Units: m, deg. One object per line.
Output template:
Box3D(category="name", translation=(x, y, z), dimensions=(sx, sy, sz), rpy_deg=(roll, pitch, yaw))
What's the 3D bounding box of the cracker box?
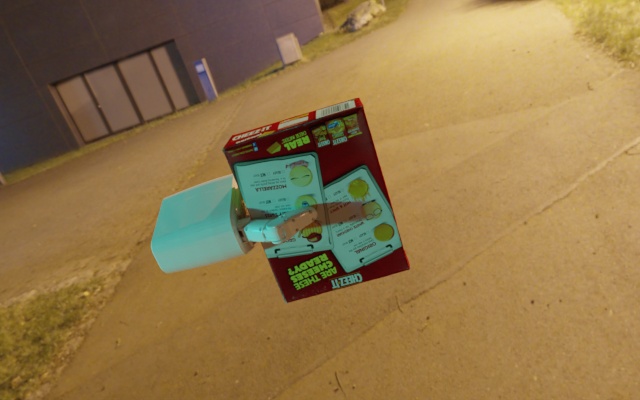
Box3D(category="cracker box", translation=(0.000, 0.002, 0.581), dimensions=(0.164, 0.214, 0.072), rpy_deg=(-16, 22, 7))
